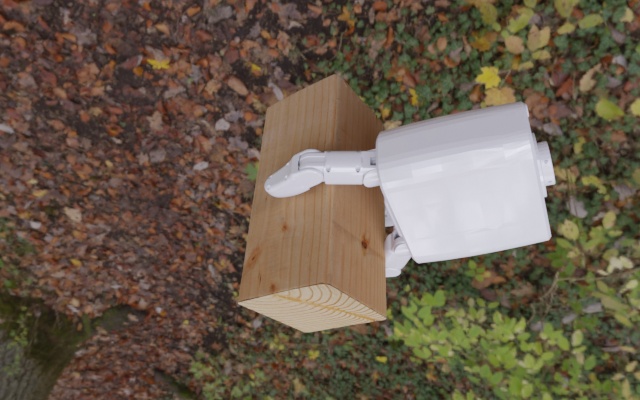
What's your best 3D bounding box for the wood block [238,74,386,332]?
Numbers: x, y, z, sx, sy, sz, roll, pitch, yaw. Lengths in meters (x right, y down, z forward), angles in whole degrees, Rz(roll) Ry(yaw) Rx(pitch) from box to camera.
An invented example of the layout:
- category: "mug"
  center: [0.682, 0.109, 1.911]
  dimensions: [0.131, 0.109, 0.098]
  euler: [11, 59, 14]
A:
- category: "wood block"
  center: [0.000, 0.001, 0.436]
  dimensions: [0.090, 0.206, 0.091]
  euler: [-19, -38, 32]
